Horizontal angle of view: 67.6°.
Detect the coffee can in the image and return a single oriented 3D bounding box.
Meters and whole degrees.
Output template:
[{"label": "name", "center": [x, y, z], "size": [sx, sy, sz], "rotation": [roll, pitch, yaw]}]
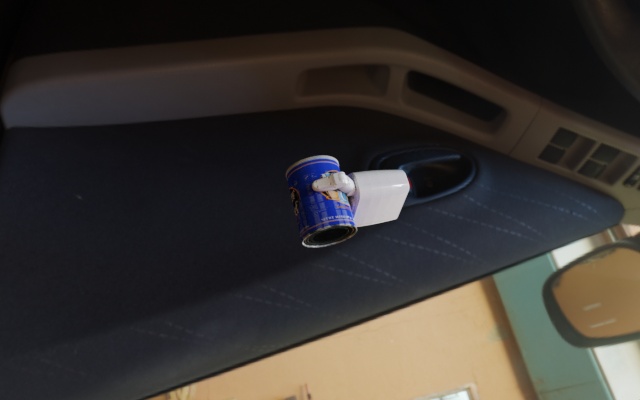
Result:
[{"label": "coffee can", "center": [0.000, 0.003, 0.878], "size": [0.103, 0.140, 0.103], "rotation": [-13, -22, -5]}]
